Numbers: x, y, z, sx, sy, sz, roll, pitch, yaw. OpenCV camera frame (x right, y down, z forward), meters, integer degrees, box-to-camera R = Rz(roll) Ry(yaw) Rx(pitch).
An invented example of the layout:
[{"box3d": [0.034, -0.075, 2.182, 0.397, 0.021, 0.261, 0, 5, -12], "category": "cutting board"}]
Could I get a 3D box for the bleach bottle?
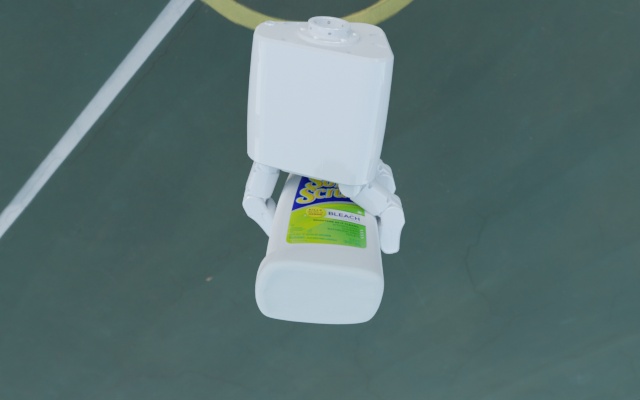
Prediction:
[{"box3d": [0.000, 0.002, 0.466, 0.102, 0.068, 0.250, 6, 35, -5], "category": "bleach bottle"}]
